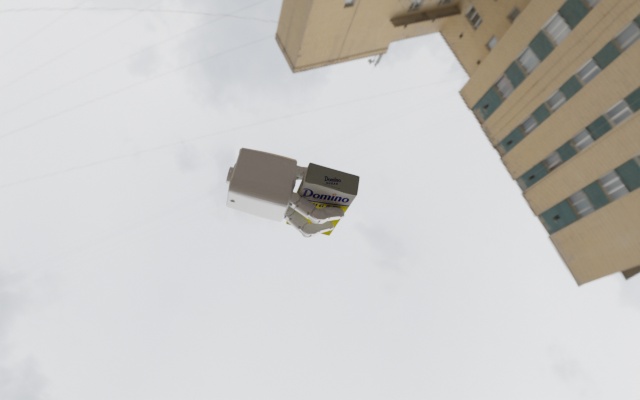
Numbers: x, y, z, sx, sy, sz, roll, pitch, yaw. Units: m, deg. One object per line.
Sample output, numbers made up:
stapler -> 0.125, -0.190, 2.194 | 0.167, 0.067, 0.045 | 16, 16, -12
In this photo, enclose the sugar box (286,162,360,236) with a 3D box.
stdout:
sugar box -> 0.000, 0.003, 0.868 | 0.093, 0.048, 0.176 | 15, -27, -7
